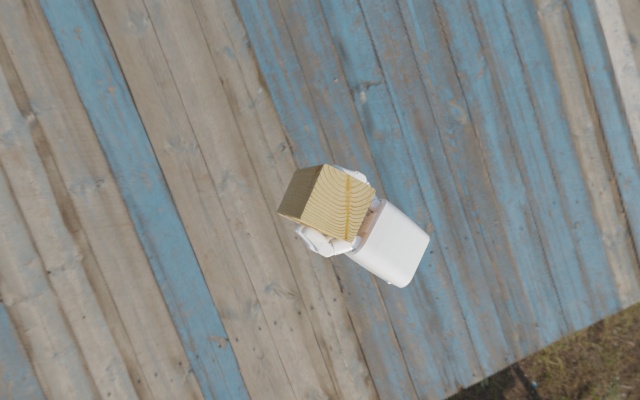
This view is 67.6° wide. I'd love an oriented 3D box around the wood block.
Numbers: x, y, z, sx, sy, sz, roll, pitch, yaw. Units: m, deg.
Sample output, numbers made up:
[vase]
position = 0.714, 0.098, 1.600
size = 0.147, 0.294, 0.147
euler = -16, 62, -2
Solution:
[wood block]
position = 0.001, 0.002, 0.787
size = 0.090, 0.091, 0.206
euler = 26, -6, -14
